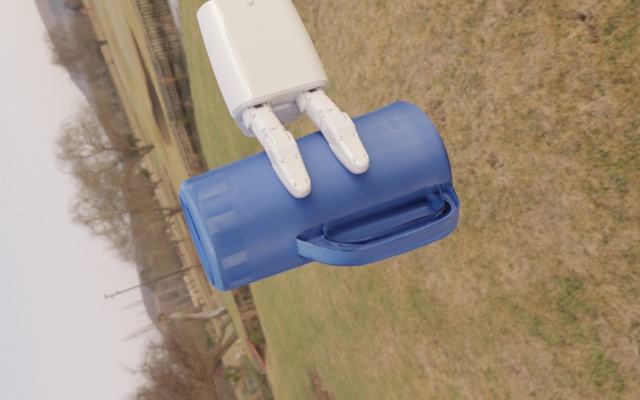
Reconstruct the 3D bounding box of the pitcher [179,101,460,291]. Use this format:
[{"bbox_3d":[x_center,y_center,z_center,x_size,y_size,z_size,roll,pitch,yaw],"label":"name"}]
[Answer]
[{"bbox_3d":[0.000,0.001,0.460,0.243,0.145,0.149,-20,-5,-18],"label":"pitcher"}]
